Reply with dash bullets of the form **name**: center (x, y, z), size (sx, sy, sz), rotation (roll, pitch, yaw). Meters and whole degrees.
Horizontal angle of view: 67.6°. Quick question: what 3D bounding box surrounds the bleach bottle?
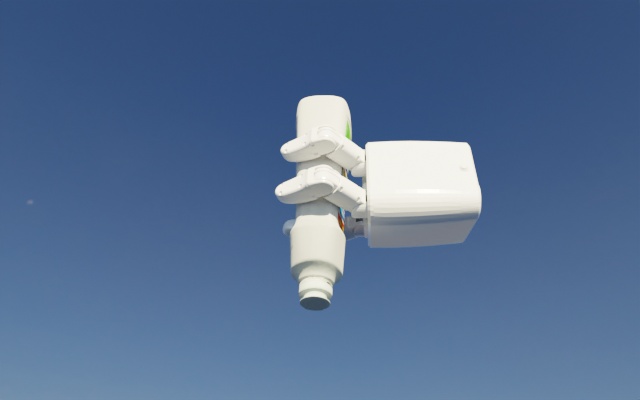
- **bleach bottle**: center (0.000, 0.002, 0.517), size (0.068, 0.250, 0.103), rotation (-1, -39, 4)
